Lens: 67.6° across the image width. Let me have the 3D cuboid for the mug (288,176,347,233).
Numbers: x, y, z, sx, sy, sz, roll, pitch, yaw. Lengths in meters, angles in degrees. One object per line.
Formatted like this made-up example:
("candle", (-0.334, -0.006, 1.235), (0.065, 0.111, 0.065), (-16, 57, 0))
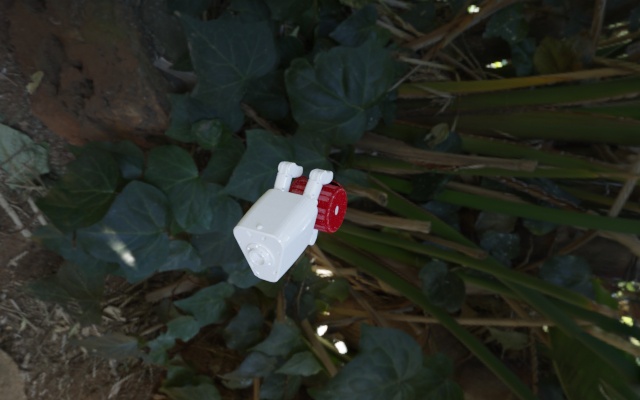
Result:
("mug", (0.001, 0.002, 0.848), (0.081, 0.093, 0.117), (14, 40, 24))
